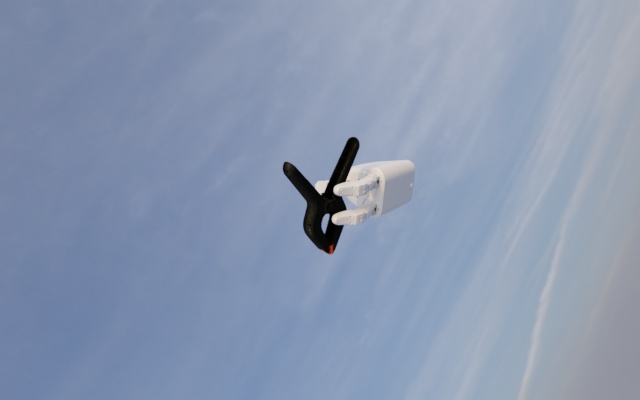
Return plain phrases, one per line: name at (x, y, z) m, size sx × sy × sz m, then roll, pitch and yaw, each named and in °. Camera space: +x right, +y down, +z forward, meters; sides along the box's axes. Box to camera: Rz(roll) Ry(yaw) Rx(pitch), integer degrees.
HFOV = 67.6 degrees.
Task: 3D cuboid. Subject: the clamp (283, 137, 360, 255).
clamp at (0.000, 0.003, 0.827) m, size 0.164 × 0.210 × 0.036 m, roll -17°, pitch 30°, yaw -39°
